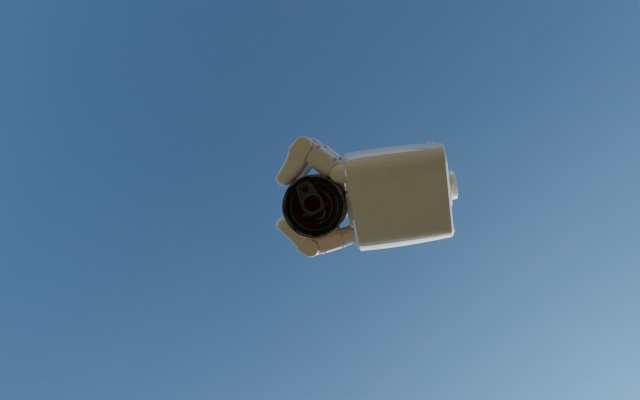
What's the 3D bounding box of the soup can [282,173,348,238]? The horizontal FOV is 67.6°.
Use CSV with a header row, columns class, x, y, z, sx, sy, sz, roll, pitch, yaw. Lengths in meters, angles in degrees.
class,x,y,z,sx,sy,sz,roll,pitch,yaw
soup can,0.000,0.002,0.555,0.068,0.068,0.102,0,6,9
